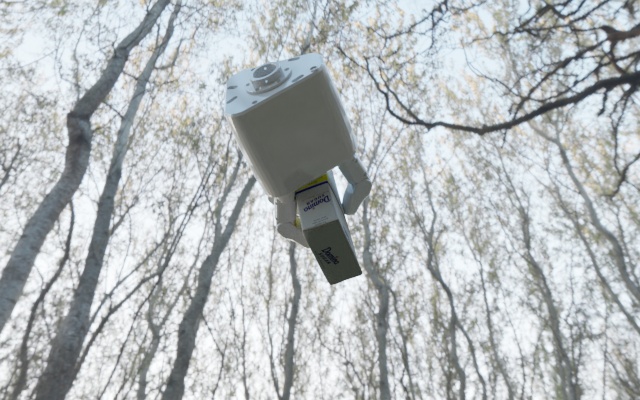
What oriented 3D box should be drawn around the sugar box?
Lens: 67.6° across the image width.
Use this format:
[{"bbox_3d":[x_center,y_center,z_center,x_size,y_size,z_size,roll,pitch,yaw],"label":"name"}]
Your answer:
[{"bbox_3d":[0.000,0.002,0.559,0.048,0.093,0.176,-19,40,7],"label":"sugar box"}]
